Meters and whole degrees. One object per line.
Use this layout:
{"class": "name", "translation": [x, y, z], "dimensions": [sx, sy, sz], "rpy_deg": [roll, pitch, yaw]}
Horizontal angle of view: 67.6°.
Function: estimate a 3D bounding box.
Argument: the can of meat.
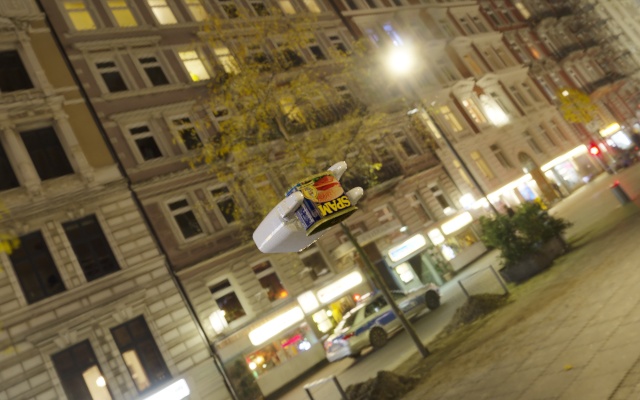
{"class": "can of meat", "translation": [0.000, 0.002, 0.820], "dimensions": [0.102, 0.084, 0.057], "rpy_deg": [-20, -17, -40]}
